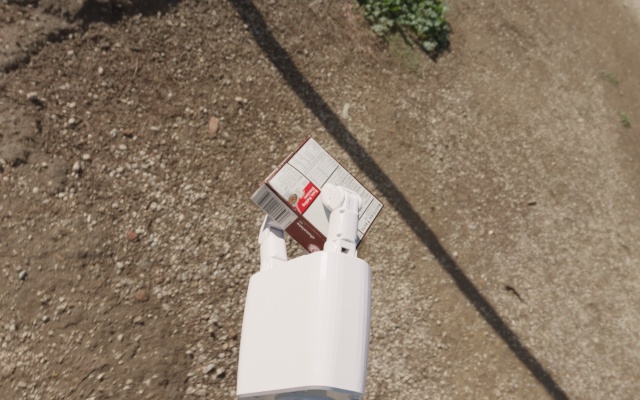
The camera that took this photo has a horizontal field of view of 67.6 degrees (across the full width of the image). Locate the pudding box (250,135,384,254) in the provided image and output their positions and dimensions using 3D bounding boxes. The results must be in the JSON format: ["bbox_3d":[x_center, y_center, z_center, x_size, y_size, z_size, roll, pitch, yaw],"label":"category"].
[{"bbox_3d":[0.000,0.002,0.484,0.039,0.113,0.090,-39,9,48],"label":"pudding box"}]
